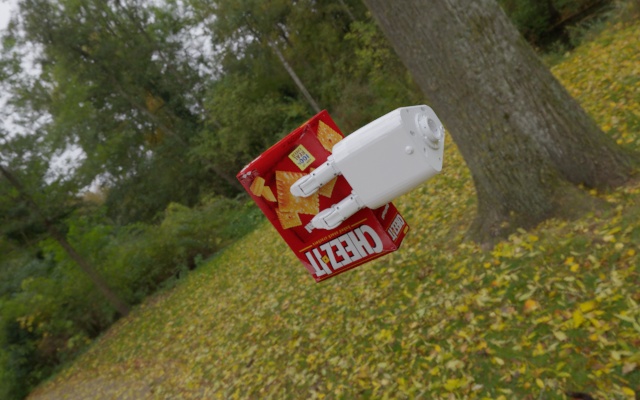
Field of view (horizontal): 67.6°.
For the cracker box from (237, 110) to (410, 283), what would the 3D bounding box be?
[{"bbox_3d":[0.000,0.002,0.703,0.164,0.214,0.072,-29,11,37],"label":"cracker box"}]
